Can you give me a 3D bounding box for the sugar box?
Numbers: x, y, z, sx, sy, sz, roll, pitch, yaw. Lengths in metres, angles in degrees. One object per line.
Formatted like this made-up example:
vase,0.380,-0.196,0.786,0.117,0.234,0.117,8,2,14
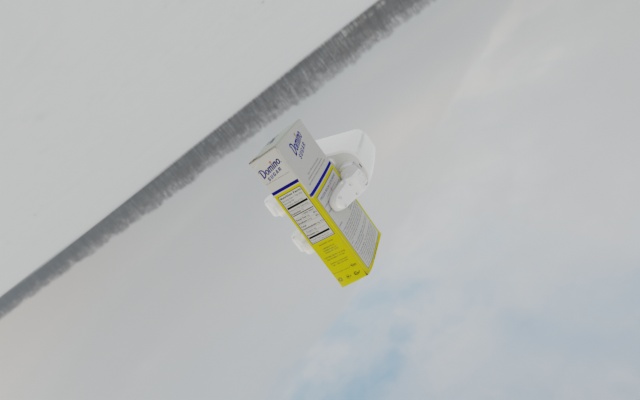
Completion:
sugar box,0.000,0.002,0.542,0.048,0.176,0.093,-31,15,27
